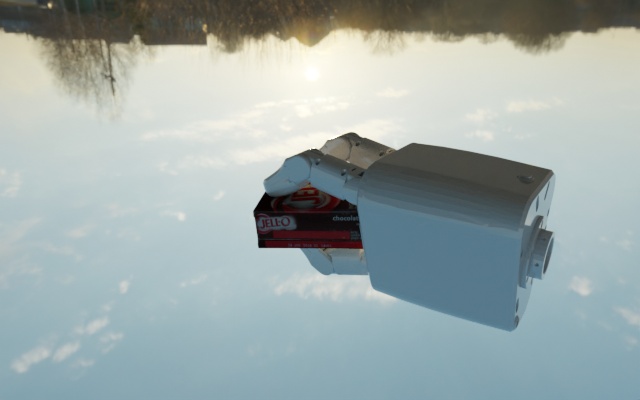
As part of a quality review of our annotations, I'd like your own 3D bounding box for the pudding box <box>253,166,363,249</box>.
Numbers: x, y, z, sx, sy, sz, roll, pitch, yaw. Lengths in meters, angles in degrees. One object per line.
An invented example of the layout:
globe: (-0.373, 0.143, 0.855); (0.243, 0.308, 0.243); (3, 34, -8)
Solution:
pudding box: (0.000, 0.002, 0.410); (0.090, 0.039, 0.113); (0, 21, 7)
